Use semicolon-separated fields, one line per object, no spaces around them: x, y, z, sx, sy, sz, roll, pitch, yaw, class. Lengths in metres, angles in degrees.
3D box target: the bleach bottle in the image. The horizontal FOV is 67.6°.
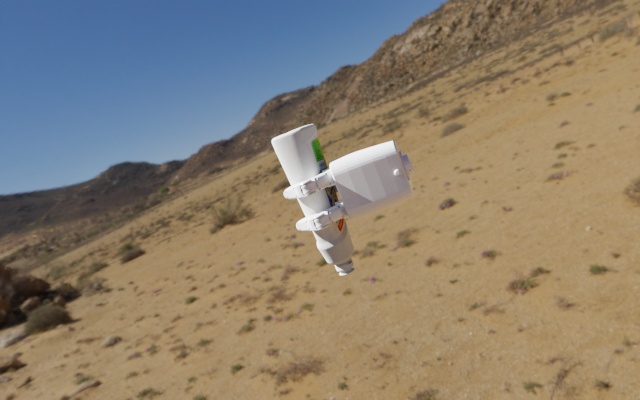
0.000;0.003;0.793;0.068;0.251;0.102;-20;8;15;bleach bottle
